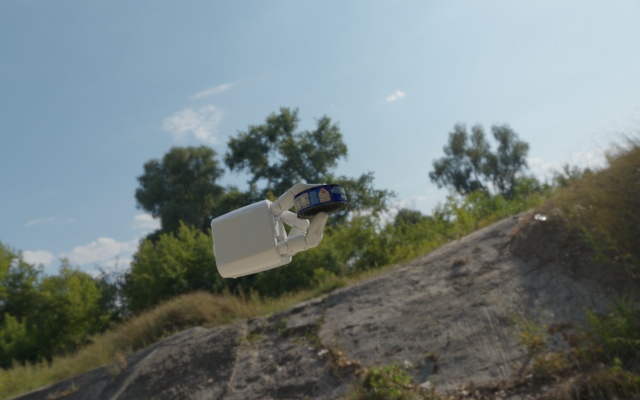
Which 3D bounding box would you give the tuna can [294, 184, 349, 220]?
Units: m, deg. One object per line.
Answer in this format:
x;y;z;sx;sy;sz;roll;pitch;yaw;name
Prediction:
0.000;0.002;0.775;0.086;0.033;0.086;-13;-13;-3;tuna can
